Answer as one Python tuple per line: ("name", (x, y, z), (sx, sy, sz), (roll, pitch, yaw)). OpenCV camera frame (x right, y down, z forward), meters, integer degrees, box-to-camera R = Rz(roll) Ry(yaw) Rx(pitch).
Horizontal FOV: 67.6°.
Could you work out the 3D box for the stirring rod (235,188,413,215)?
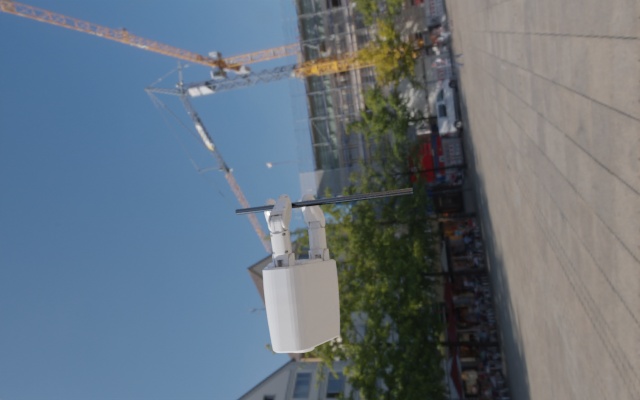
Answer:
("stirring rod", (0.000, 0.002, 0.628), (0.239, 0.011, 0.011), (-7, -2, 15))
